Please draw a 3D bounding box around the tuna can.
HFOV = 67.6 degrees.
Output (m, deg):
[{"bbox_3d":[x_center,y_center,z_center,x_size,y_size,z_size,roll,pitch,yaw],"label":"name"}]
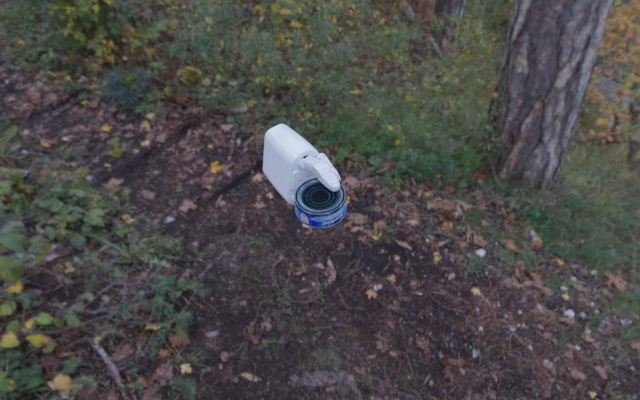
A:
[{"bbox_3d":[0.000,0.002,0.779,0.086,0.086,0.034,0,-43,4],"label":"tuna can"}]
